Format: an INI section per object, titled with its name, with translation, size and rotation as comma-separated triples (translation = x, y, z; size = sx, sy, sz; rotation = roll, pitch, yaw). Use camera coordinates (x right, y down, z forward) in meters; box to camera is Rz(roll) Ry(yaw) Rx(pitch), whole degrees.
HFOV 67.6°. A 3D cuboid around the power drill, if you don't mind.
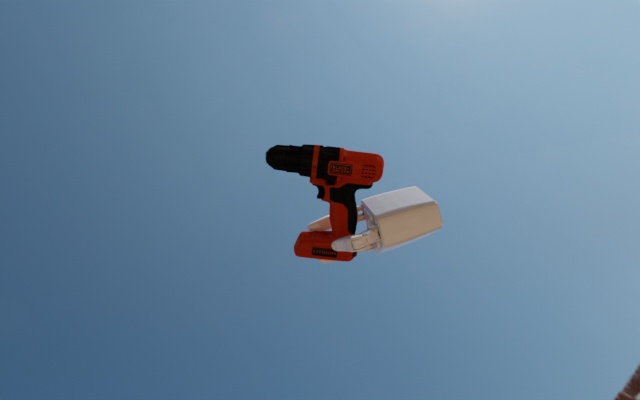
[power drill]
translation = 0.000, 0.003, 0.769
size = 0.184, 0.188, 0.057
rotation = 7, 25, 2
